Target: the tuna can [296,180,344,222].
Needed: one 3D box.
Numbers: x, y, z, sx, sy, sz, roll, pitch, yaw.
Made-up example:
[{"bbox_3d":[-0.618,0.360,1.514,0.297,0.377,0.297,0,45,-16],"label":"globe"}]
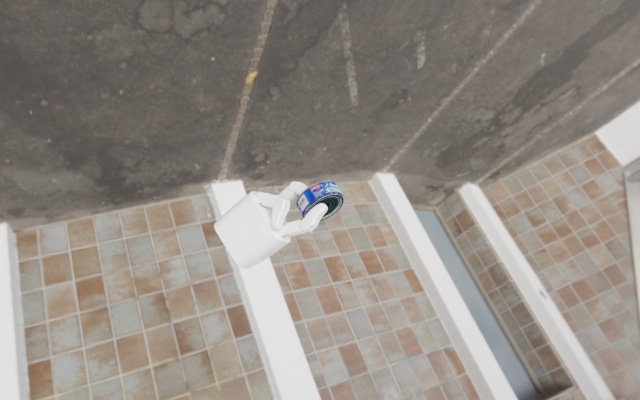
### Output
[{"bbox_3d":[0.000,0.003,0.887,0.086,0.033,0.086,-22,-30,-14],"label":"tuna can"}]
